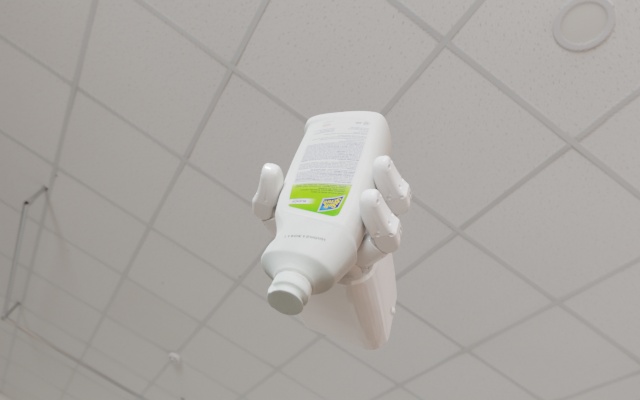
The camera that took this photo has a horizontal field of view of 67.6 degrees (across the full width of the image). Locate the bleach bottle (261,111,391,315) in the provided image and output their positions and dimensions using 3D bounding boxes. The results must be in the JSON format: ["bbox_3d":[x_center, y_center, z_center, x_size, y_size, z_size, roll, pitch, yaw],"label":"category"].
[{"bbox_3d":[0.000,0.001,0.452,0.102,0.068,0.250,-2,36,22],"label":"bleach bottle"}]
